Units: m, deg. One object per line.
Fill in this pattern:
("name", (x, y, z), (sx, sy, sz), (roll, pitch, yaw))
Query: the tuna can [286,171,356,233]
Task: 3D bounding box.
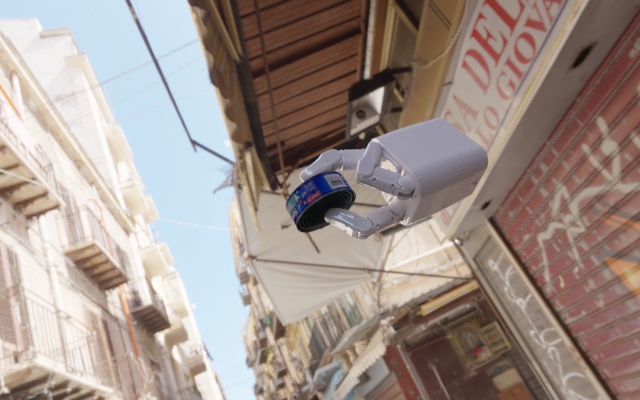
("tuna can", (0.000, 0.002, 0.603), (0.086, 0.033, 0.086), (-26, -25, -13))
